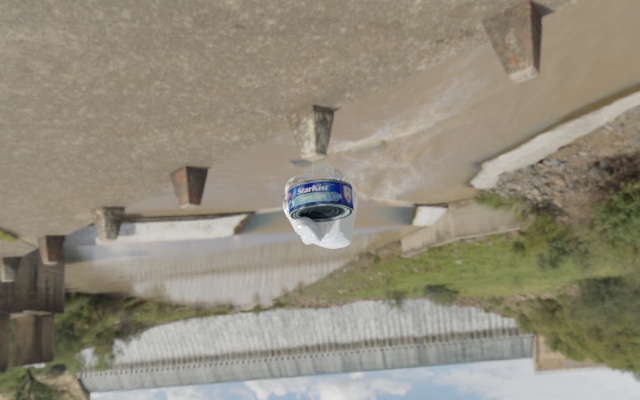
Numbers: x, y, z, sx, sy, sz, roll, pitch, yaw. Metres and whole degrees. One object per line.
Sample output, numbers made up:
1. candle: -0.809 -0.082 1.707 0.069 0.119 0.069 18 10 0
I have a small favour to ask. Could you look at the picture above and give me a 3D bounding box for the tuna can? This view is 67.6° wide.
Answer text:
1. tuna can: 0.000 0.003 0.621 0.086 0.033 0.086 -4 -17 -1
